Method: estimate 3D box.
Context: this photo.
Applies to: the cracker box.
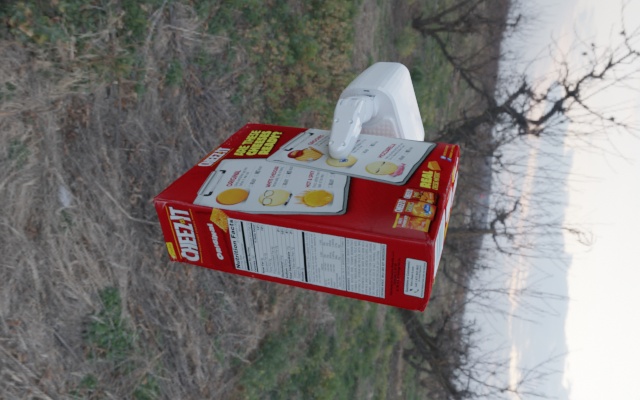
[{"bbox_3d":[0.000,0.001,0.410,0.213,0.072,0.164,8,32,18],"label":"cracker box"}]
